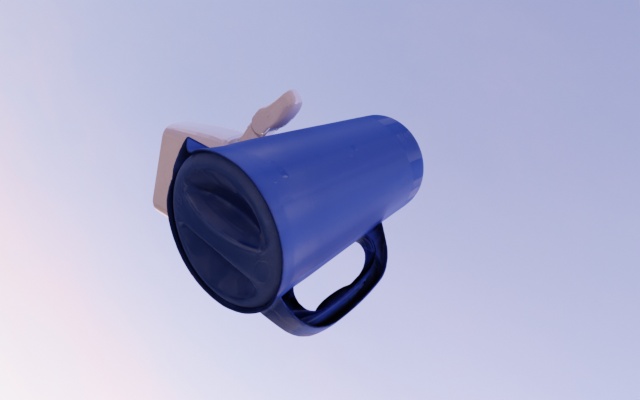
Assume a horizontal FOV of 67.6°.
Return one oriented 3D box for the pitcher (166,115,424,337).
[{"bbox_3d":[0.000,0.001,0.443,0.145,0.149,0.242,16,27,37],"label":"pitcher"}]
